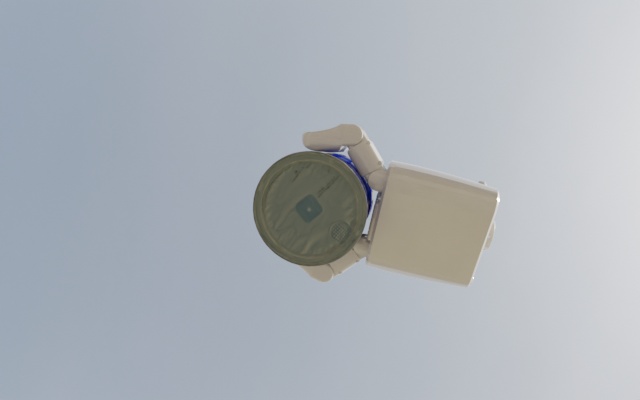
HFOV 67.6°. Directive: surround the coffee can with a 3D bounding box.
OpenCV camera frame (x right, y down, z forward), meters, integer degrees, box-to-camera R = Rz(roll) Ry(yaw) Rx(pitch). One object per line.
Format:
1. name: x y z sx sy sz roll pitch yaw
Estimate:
1. coffee can: 0.000 0.002 0.488 0.103 0.103 0.140 0 5 9
